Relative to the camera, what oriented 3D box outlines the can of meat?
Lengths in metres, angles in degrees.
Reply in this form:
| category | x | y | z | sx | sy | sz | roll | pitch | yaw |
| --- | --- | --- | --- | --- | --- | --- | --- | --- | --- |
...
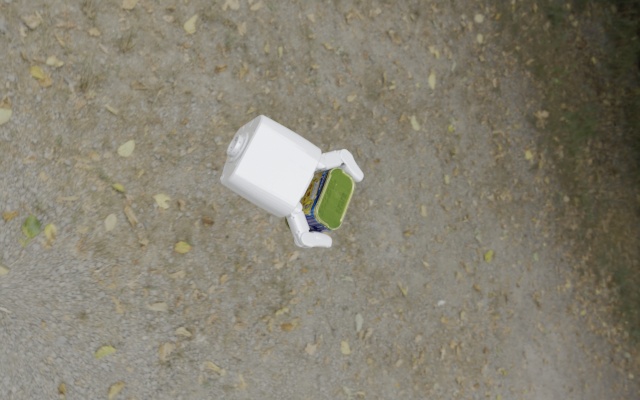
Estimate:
| category | x | y | z | sx | sy | sz | roll | pitch | yaw |
| --- | --- | --- | --- | --- | --- | --- | --- | --- | --- |
| can of meat | 0.000 | 0.003 | 0.746 | 0.057 | 0.102 | 0.084 | 33 | -26 | -26 |
